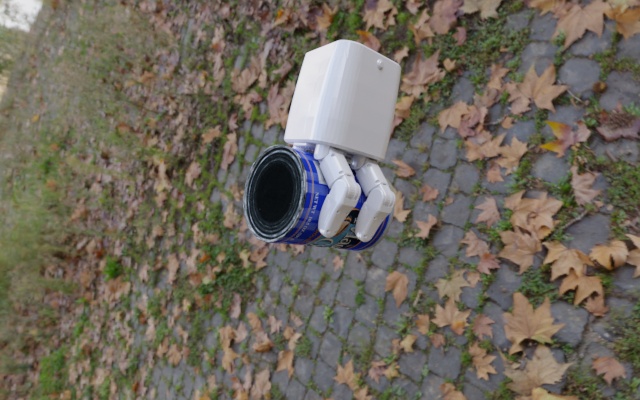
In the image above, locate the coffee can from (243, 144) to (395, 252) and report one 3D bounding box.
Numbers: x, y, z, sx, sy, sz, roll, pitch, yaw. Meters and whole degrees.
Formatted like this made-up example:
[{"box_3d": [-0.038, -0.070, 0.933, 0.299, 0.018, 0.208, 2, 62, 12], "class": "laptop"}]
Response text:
[{"box_3d": [0.000, 0.002, 0.538, 0.140, 0.103, 0.103, 11, -7, -43], "class": "coffee can"}]
